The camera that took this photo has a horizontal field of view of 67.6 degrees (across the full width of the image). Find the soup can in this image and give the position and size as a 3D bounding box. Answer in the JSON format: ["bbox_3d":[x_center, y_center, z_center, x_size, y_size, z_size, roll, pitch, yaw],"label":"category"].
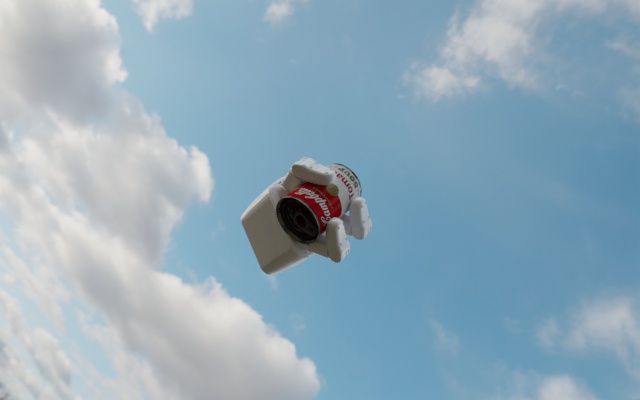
[{"bbox_3d":[0.000,0.002,0.626,0.068,0.068,0.102,0,28,41],"label":"soup can"}]
